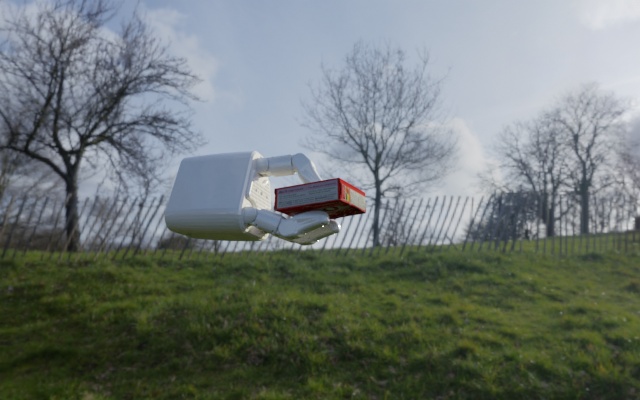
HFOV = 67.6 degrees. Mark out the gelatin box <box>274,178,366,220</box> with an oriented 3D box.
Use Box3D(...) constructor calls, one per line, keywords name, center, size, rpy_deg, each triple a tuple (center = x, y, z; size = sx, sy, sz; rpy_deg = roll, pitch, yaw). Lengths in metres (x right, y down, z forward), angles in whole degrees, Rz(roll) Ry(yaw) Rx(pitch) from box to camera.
Box3D(name="gelatin box", center=(0.000, 0.001, 0.571), size=(0.089, 0.030, 0.073), rpy_deg=(-10, -18, 27))
